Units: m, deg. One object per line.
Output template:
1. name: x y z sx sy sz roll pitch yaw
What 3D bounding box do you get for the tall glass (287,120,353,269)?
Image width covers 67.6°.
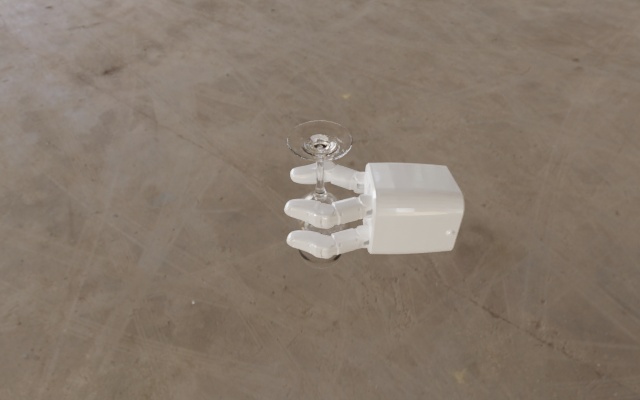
1. tall glass: 0.000 0.001 0.608 0.079 0.201 0.079 0 45 0
